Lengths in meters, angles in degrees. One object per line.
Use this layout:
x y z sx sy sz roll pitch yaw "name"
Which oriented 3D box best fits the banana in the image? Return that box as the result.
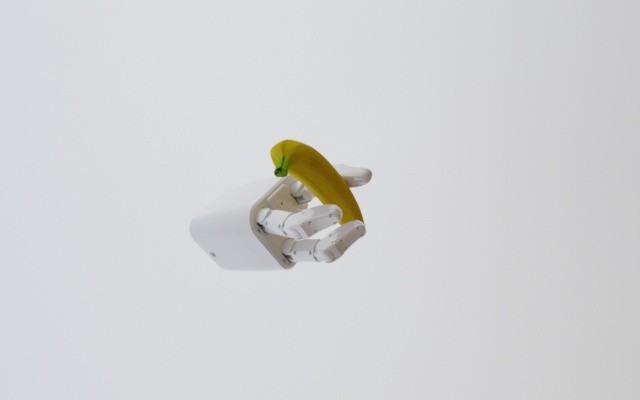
-0.003 -0.016 0.519 0.037 0.069 0.198 -16 -28 24 "banana"
